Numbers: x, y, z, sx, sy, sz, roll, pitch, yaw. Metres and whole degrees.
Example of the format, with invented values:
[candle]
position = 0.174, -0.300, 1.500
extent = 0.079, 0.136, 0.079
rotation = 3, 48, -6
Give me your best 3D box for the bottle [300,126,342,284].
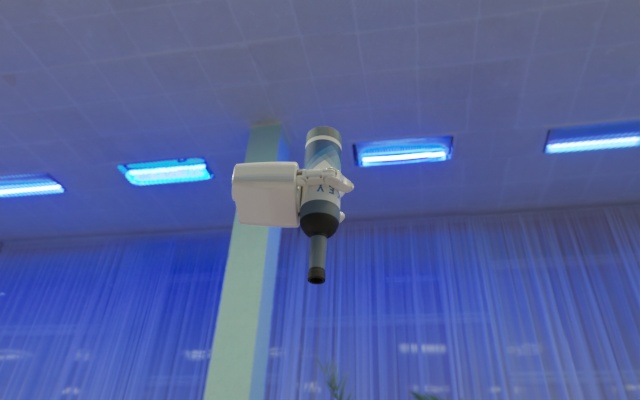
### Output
[bottle]
position = 0.000, 0.002, 0.810
extent = 0.069, 0.295, 0.069
rotation = 2, -36, 1
